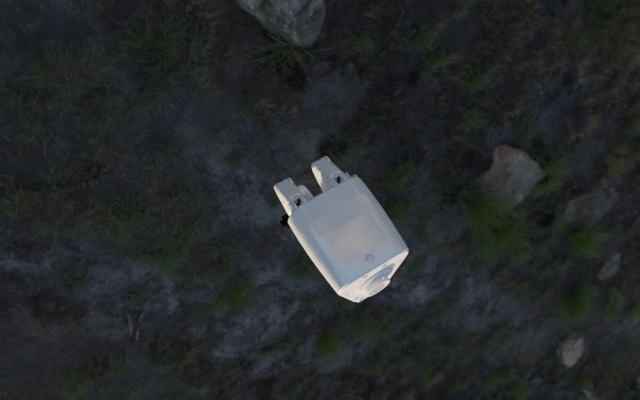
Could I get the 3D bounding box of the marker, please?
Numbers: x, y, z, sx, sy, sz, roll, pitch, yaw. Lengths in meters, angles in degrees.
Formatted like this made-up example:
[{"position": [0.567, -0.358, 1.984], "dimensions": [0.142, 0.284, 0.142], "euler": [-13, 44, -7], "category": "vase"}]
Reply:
[{"position": [0.000, 0.002, 0.636], "dimensions": [0.121, 0.020, 0.020], "euler": [-30, 6, -11], "category": "marker"}]
